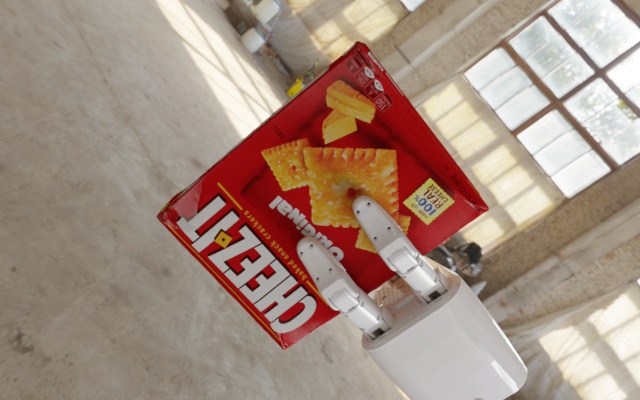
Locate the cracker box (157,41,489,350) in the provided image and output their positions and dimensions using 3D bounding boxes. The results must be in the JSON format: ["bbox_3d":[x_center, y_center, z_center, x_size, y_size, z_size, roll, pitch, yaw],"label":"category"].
[{"bbox_3d":[0.000,0.001,0.401,0.214,0.164,0.072,-38,12,13],"label":"cracker box"}]
